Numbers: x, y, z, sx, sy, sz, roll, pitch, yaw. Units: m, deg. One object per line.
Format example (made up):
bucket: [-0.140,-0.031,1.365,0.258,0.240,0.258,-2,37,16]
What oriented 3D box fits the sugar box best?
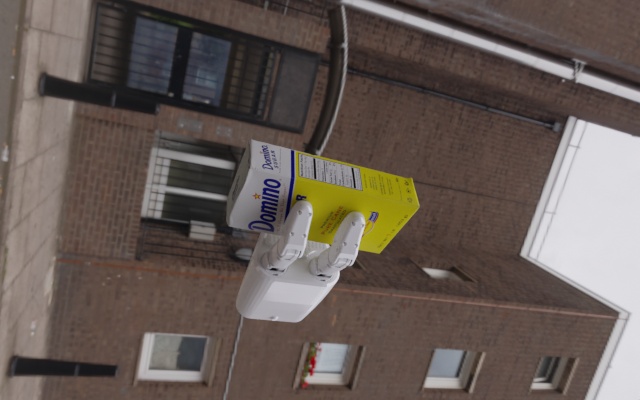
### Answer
sugar box: [0.000,0.002,0.487,0.176,0.048,0.093,9,-41,-20]
